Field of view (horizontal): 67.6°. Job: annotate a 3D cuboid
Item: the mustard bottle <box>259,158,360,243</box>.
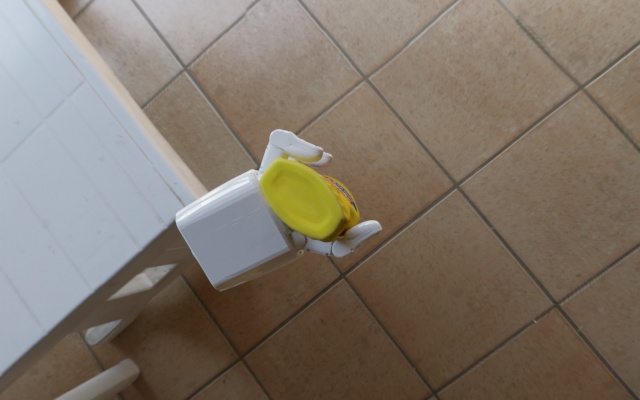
[{"bbox_3d":[0.000,0.002,0.549,0.096,0.058,0.191,40,6,10],"label":"mustard bottle"}]
